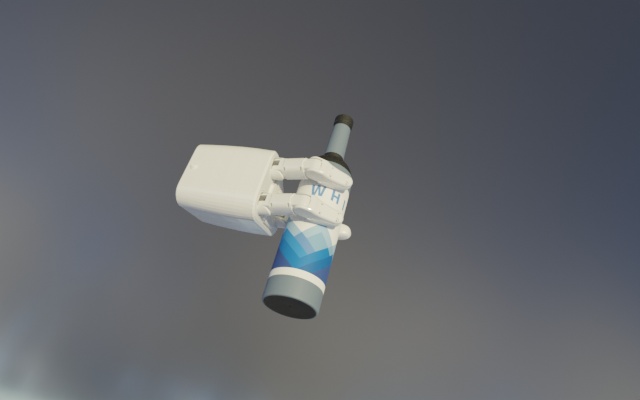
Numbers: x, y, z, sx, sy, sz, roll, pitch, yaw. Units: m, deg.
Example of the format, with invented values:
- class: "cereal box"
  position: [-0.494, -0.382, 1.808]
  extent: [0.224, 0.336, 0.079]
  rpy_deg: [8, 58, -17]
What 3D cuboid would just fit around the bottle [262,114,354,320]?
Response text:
- class: "bottle"
  position: [0.000, 0.002, 0.617]
  extent: [0.069, 0.295, 0.069]
  rpy_deg: [11, -33, 8]
